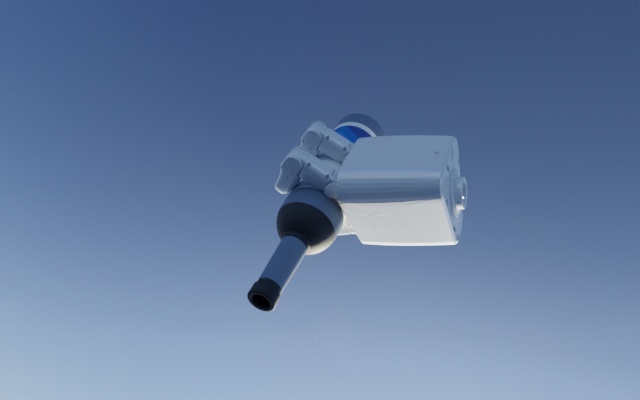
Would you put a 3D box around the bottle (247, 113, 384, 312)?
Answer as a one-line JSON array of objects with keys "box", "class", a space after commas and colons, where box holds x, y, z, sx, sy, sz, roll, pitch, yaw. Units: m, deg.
[{"box": [0.000, 0.002, 0.526, 0.069, 0.069, 0.295, 0, 37, 27], "class": "bottle"}]
